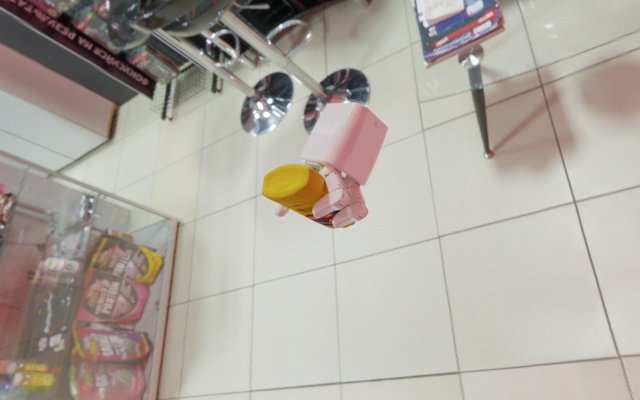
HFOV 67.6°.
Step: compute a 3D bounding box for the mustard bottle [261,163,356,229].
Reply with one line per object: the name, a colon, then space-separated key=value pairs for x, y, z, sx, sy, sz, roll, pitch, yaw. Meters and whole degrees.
mustard bottle: x=0.000 y=0.003 z=0.778 sx=0.096 sy=0.058 sz=0.192 roll=-10 pitch=-26 yaw=35
